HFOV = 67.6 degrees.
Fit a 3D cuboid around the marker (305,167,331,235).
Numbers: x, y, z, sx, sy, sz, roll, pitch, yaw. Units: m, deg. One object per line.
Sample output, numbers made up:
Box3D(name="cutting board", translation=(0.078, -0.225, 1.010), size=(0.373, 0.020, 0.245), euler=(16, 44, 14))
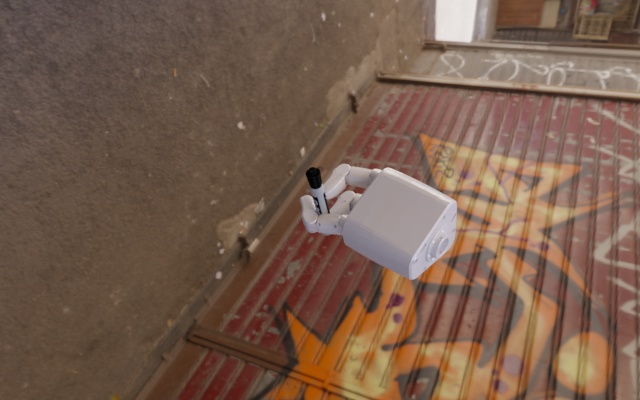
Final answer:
Box3D(name="marker", translation=(0.000, 0.002, 0.636), size=(0.020, 0.020, 0.121), euler=(0, -42, 13))
